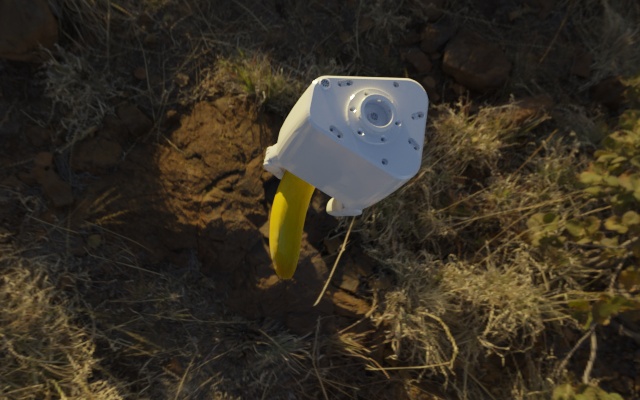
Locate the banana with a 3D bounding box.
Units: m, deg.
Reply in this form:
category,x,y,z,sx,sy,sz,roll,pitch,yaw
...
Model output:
category,x,y,z,sx,sy,sz,roll,pitch,yaw
banana,-0.013,-0.012,0.529,0.069,0.197,0.037,37,-22,-14
